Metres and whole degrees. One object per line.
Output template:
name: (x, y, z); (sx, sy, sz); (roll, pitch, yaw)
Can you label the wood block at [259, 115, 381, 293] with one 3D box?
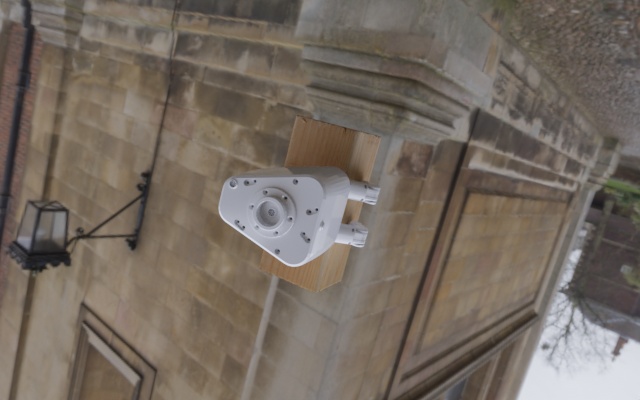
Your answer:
wood block: (0.000, 0.002, 0.631); (0.091, 0.206, 0.090); (19, 10, 23)
